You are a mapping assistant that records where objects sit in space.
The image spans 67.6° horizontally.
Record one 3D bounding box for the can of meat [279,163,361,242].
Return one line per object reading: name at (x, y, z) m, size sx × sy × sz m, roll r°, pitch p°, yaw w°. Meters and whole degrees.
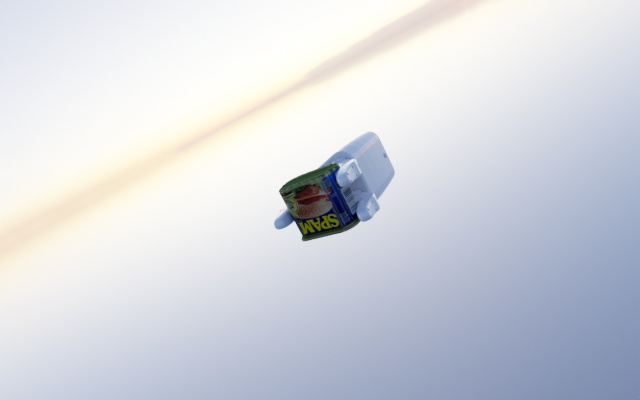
can of meat at (0.000, 0.002, 0.666) m, size 0.102 × 0.084 × 0.057 m, roll -17°, pitch 16°, yaw 40°
